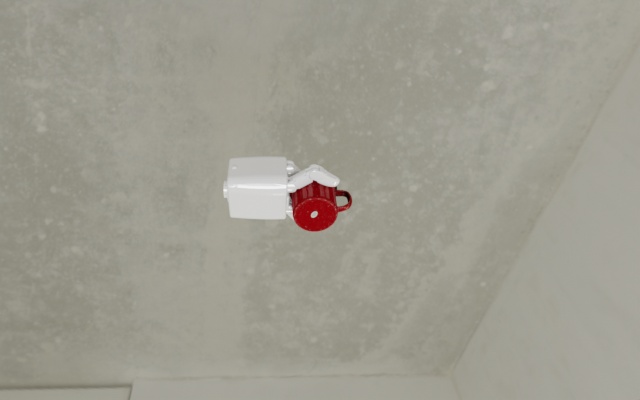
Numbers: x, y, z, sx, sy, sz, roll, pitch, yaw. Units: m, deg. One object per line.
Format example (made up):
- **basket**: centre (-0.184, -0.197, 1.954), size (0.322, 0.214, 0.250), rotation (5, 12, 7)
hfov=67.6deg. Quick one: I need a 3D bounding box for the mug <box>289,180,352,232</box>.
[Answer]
- **mug**: centre (0.002, 0.003, 0.878), size (0.117, 0.093, 0.081), rotation (0, 38, -5)
